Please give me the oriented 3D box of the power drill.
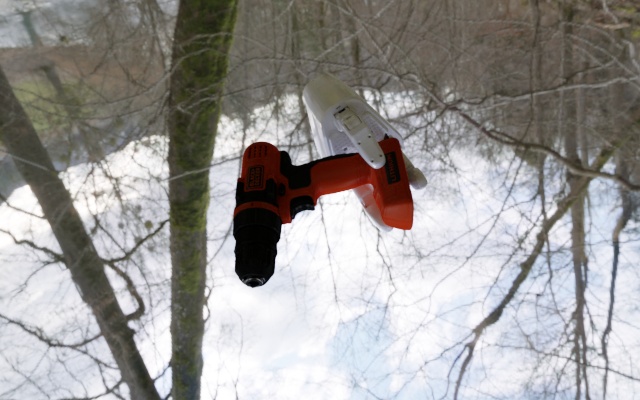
[{"bbox_3d":[0.001,0.001,0.507,0.187,0.184,0.057,-5,-38,3],"label":"power drill"}]
